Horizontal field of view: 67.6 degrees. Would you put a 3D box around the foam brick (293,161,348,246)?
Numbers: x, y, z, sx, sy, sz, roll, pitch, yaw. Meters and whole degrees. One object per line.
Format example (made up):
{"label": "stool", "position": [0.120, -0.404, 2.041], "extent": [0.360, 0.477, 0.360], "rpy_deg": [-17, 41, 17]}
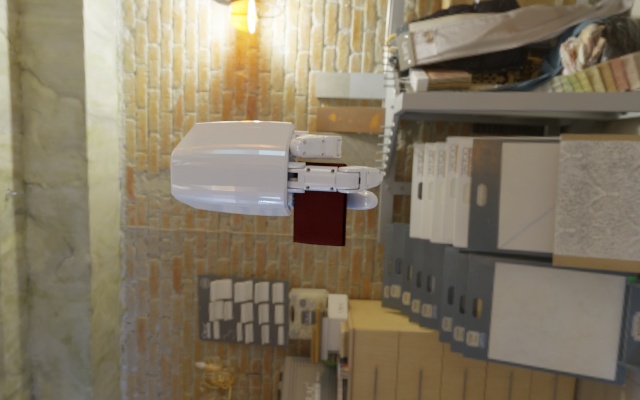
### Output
{"label": "foam brick", "position": [0.000, 0.002, 0.480], "extent": [0.051, 0.078, 0.053], "rpy_deg": [2, 9, 0]}
